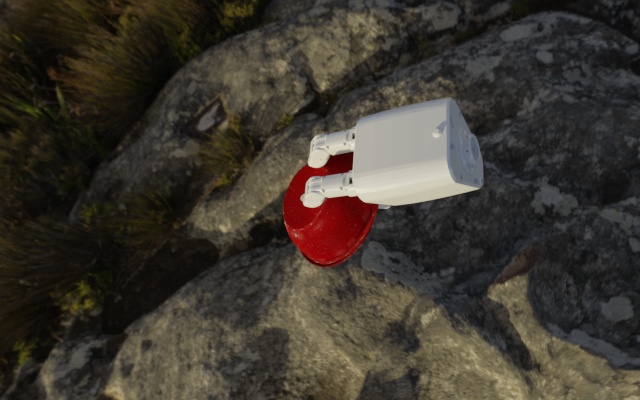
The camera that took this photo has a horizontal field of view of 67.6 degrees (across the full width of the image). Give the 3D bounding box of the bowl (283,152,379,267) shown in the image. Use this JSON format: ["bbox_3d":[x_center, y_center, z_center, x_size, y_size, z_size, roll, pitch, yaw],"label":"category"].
[{"bbox_3d":[-0.001,0.002,0.622,0.055,0.162,0.162,22,-14,-36],"label":"bowl"}]
